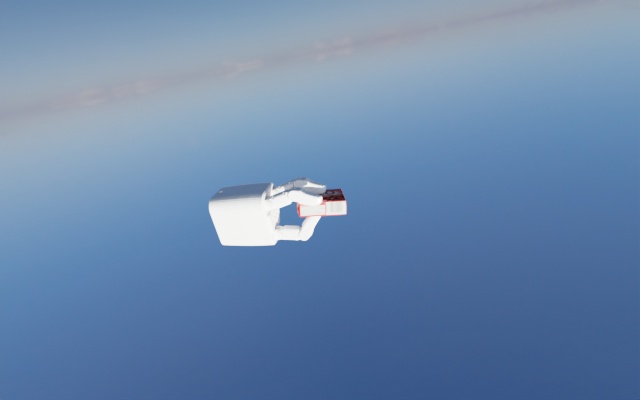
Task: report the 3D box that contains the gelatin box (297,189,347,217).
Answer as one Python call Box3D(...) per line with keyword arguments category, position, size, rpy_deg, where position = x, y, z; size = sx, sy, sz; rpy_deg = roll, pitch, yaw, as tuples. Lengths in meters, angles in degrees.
Box3D(category="gelatin box", position=(0.000, 0.003, 0.889), size=(0.089, 0.030, 0.073), rpy_deg=(-3, 19, -4))
